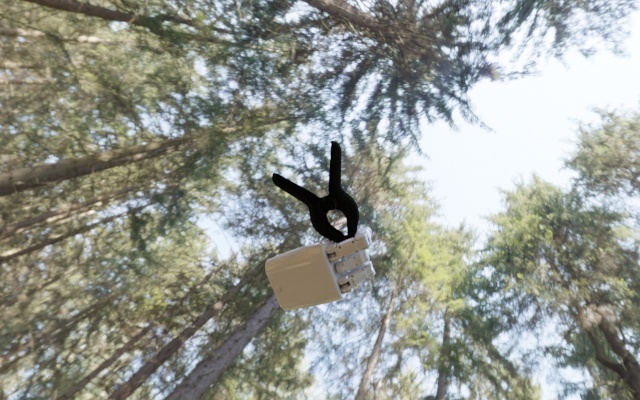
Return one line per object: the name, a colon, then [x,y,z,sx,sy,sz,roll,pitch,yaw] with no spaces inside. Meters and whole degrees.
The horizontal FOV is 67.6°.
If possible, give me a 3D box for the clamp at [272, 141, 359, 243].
clamp: [0.000,0.002,0.765,0.120,0.171,0.039,-18,7,15]
